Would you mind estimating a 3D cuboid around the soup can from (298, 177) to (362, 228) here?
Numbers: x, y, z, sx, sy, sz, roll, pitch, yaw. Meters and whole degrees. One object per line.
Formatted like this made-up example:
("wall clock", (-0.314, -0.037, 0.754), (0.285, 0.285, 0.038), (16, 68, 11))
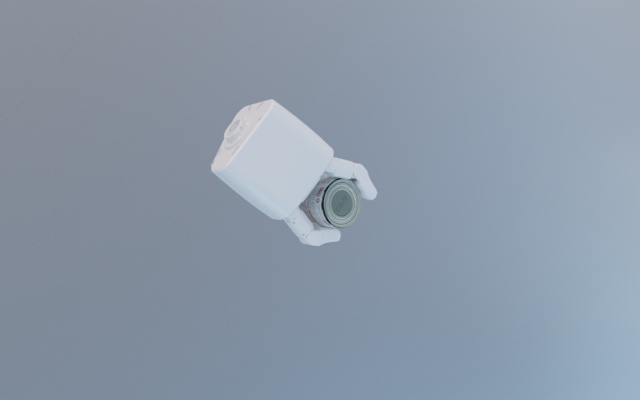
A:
("soup can", (0.001, 0.003, 0.665), (0.068, 0.068, 0.102), (0, 1, -36))
